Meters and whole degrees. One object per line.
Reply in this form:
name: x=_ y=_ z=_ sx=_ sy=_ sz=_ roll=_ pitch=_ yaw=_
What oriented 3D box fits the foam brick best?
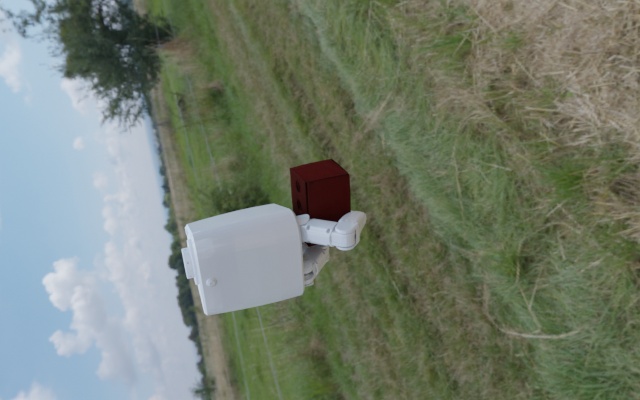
foam brick: x=0.000 y=0.001 z=0.525 sx=0.051 sy=0.078 sz=0.053 roll=-11 pitch=24 yaw=-17
